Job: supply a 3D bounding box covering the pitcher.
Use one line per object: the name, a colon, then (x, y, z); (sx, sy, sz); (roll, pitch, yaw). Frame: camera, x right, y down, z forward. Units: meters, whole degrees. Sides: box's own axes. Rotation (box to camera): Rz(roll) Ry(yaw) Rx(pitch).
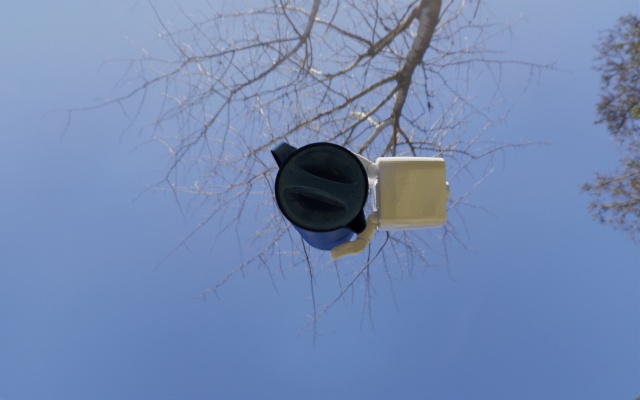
pitcher: (0.000, 0.003, 0.778); (0.145, 0.149, 0.243); (-1, -15, 2)
